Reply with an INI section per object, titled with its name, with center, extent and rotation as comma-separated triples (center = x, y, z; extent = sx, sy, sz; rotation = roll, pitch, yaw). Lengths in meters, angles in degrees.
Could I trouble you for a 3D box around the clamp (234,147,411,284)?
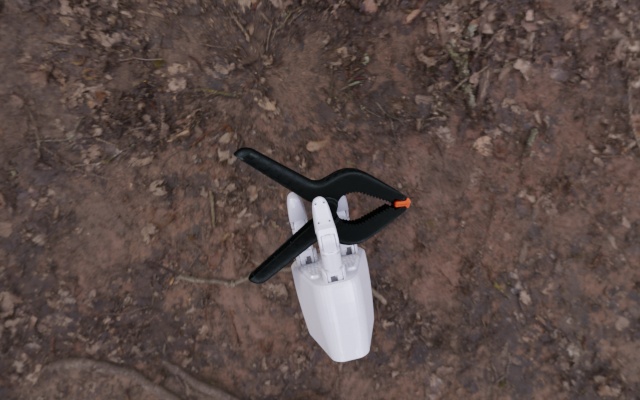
[clamp]
center = 0.001, 0.002, 0.570
extent = 0.210, 0.164, 0.036
rotation = -13, 14, -4
